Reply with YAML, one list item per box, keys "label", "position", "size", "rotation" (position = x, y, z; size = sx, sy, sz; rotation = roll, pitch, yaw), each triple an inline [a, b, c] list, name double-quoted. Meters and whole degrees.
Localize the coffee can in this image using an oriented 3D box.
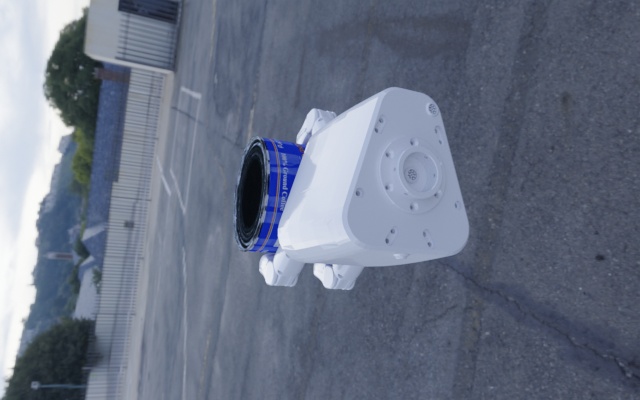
- label: "coffee can"
  position: [0.000, 0.001, 0.445]
  size: [0.140, 0.103, 0.103]
  rotation: [7, -3, -23]
